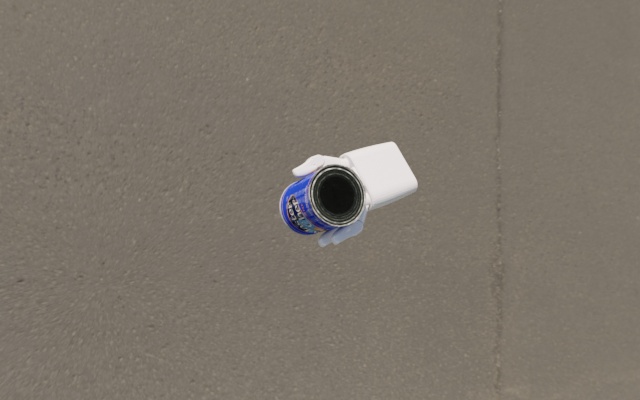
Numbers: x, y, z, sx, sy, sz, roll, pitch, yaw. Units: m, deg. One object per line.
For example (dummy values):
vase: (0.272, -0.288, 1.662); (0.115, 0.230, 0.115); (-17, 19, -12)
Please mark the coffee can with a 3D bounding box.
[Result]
coffee can: (0.000, 0.003, 0.823); (0.103, 0.103, 0.140); (0, -9, -24)
